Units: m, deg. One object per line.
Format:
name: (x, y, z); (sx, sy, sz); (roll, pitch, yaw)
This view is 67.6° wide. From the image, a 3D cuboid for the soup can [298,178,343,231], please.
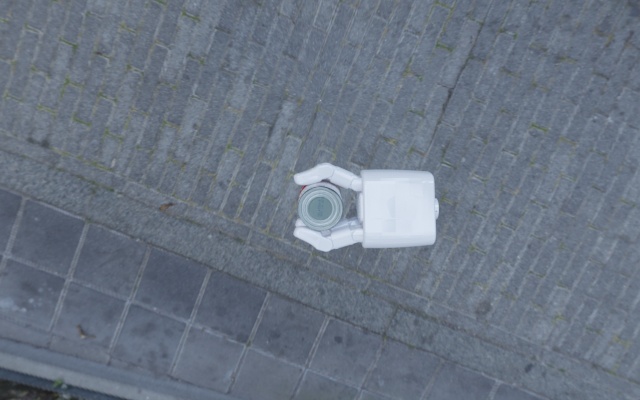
soup can: (0.000, 0.002, 0.732); (0.068, 0.068, 0.102); (0, 12, 0)
